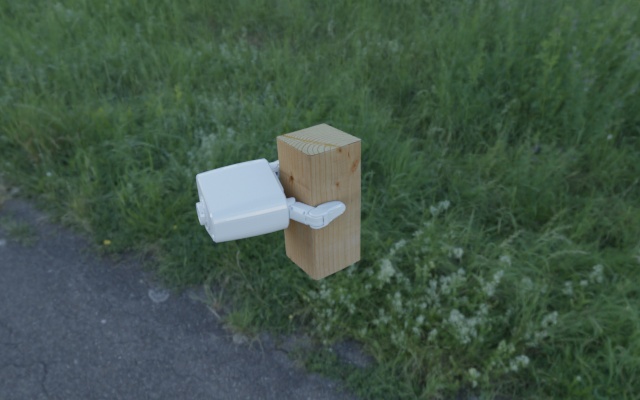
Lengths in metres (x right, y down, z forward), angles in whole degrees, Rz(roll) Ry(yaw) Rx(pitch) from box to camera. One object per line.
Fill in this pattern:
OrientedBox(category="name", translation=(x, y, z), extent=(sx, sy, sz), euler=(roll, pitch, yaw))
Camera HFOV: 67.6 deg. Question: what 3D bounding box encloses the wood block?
OrientedBox(category="wood block", translation=(0.000, 0.002, 0.723), extent=(0.090, 0.206, 0.090), euler=(-21, 34, -30))
